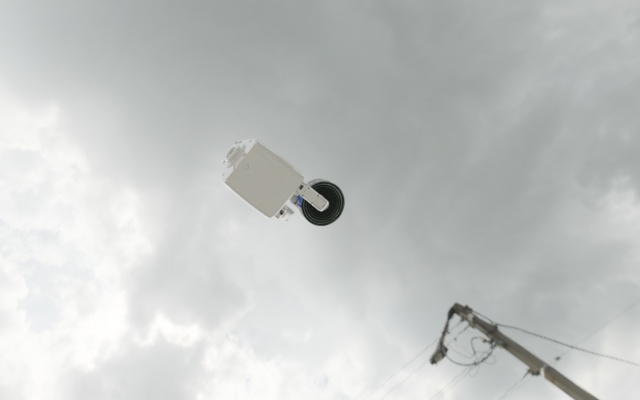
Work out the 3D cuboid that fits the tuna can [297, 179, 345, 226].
[{"bbox_3d":[0.000,0.003,0.897,0.086,0.086,0.033,0,14,-20],"label":"tuna can"}]
